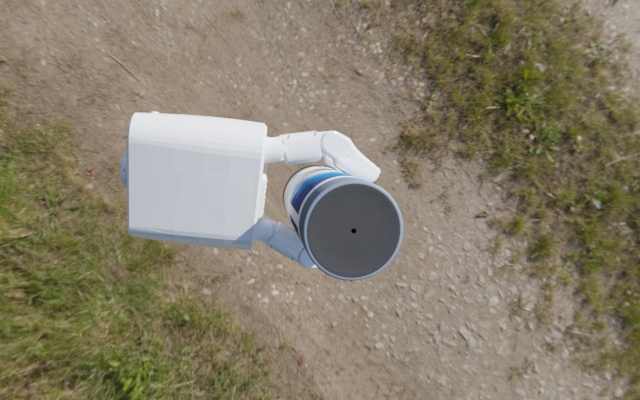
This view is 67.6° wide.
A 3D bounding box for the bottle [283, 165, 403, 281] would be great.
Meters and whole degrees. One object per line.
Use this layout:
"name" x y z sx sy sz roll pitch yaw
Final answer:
"bottle" 0.000 0.002 0.451 0.069 0.069 0.295 0 7 -9
